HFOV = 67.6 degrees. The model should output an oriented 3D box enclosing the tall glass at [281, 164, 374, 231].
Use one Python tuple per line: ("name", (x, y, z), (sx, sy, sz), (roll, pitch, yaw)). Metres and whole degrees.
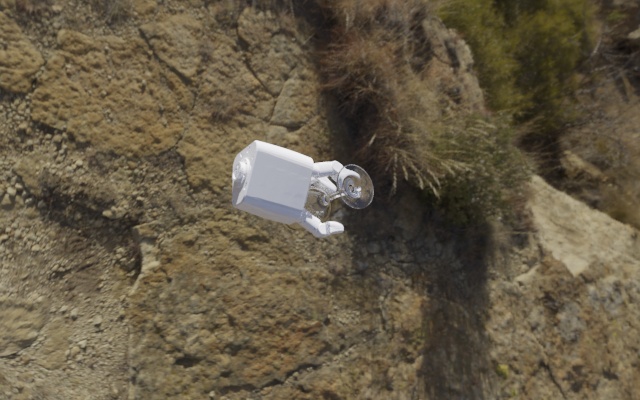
("tall glass", (0.001, 0.003, 0.841), (0.079, 0.079, 0.201), (0, -15, -36))
